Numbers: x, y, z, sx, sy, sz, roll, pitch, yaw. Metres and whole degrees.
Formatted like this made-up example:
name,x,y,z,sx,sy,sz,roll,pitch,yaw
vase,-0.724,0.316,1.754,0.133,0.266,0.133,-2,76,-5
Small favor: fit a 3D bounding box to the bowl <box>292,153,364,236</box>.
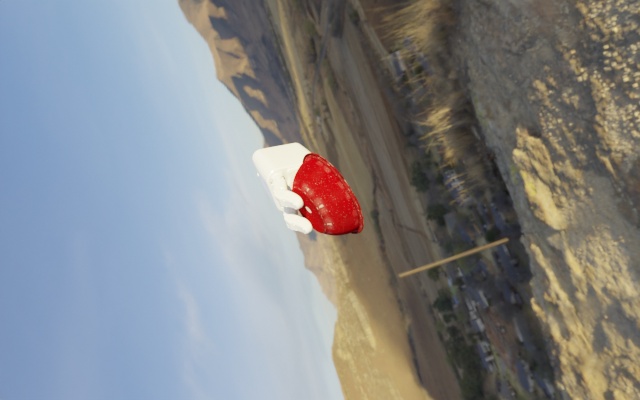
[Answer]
name,x,y,z,sx,sy,sz,roll,pitch,yaw
bowl,0.000,0.003,0.802,0.055,0.162,0.162,-35,13,-20
